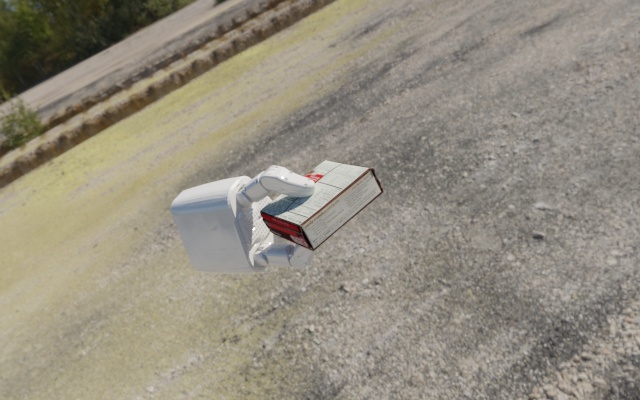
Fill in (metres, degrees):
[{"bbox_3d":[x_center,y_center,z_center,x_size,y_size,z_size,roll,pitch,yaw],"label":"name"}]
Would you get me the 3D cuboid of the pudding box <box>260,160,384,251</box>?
[{"bbox_3d":[0.000,0.002,0.538,0.113,0.039,0.090,-40,30,-22],"label":"pudding box"}]
